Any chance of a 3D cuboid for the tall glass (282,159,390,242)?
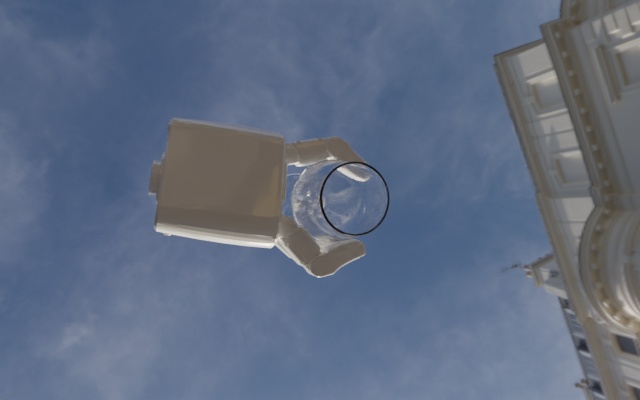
[{"bbox_3d":[0.000,0.002,0.486,0.079,0.079,0.201,0,-2,-17],"label":"tall glass"}]
